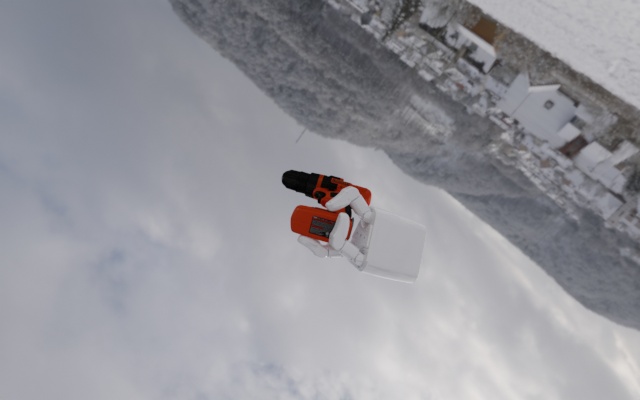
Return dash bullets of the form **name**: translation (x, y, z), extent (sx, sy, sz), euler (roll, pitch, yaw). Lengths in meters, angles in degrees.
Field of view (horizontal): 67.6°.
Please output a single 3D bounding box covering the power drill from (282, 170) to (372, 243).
- **power drill**: translation (0.000, 0.003, 0.892), extent (0.184, 0.057, 0.187), euler (14, 27, 4)
